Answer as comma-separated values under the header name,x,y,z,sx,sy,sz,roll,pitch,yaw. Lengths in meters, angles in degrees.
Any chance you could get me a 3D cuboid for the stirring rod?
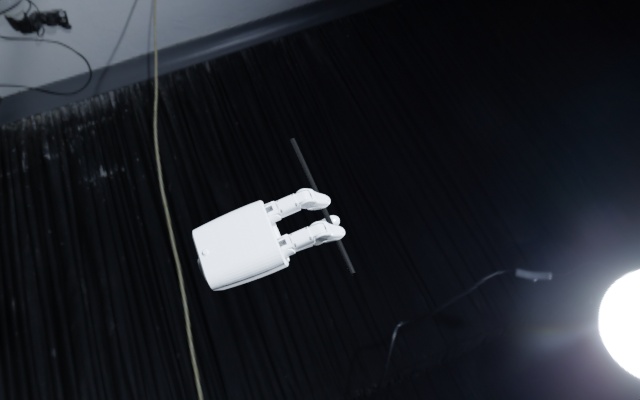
name,x,y,z,sx,sy,sz,roll,pitch,yaw
stirring rod,0.000,0.002,0.707,0.011,0.239,0.011,-20,-26,-10
